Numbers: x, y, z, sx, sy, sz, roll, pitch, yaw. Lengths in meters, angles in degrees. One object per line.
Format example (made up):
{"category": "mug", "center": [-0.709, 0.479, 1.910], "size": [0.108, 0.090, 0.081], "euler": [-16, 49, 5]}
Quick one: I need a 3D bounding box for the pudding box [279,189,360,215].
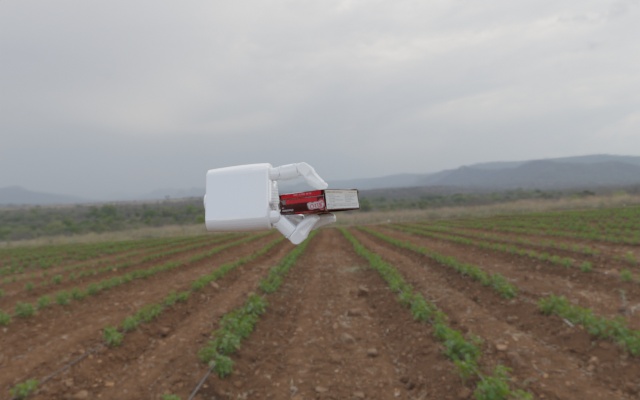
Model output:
{"category": "pudding box", "center": [0.000, 0.002, 0.787], "size": [0.090, 0.039, 0.113], "euler": [-5, 0, 33]}
